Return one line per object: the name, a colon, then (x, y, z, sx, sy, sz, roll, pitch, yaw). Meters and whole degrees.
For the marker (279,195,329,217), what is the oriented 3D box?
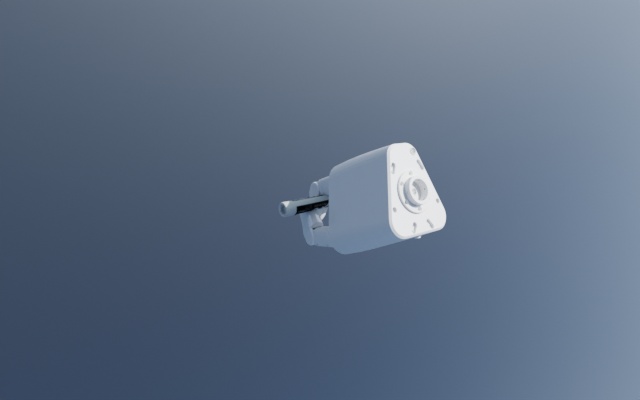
marker: (0.000, 0.002, 0.628, 0.121, 0.020, 0.020, -11, 7, -37)
